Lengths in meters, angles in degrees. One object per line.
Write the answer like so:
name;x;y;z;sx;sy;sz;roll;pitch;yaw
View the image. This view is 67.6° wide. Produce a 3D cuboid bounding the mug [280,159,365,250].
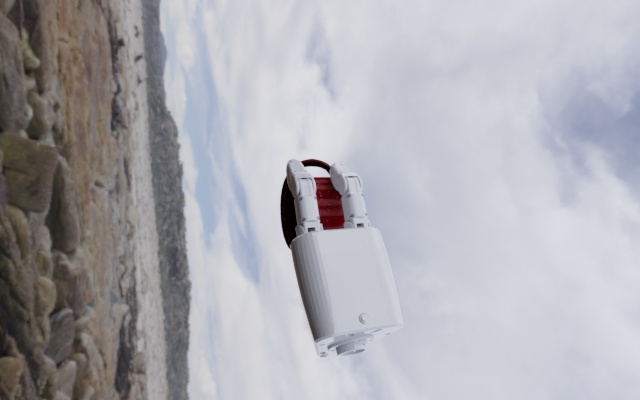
mug;0.000;0.001;0.585;0.081;0.117;0.093;-2;-27;-20
